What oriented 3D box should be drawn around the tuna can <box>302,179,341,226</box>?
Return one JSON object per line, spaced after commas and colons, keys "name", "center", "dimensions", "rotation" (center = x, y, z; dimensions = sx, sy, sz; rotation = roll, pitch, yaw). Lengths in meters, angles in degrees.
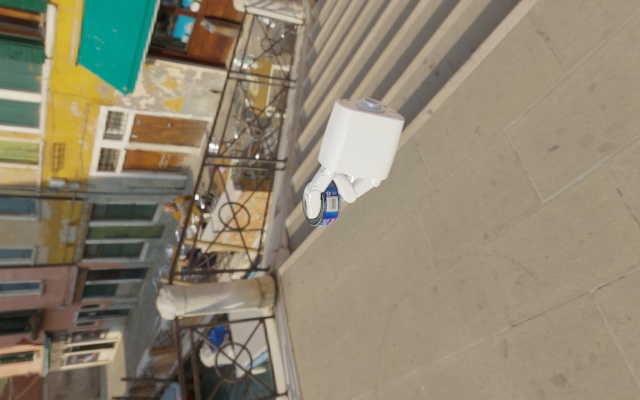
{"name": "tuna can", "center": [0.000, 0.003, 0.844], "dimensions": [0.034, 0.086, 0.086], "rotation": [-3, 1, -28]}
